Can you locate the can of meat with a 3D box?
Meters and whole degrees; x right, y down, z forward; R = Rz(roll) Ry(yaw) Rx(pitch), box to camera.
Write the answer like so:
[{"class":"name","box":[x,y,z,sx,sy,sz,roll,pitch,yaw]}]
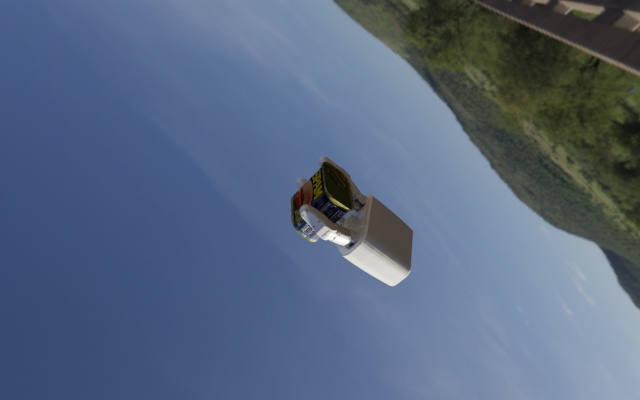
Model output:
[{"class":"can of meat","box":[0.000,0.003,0.739,0.057,0.084,0.102,34,26,-24]}]
